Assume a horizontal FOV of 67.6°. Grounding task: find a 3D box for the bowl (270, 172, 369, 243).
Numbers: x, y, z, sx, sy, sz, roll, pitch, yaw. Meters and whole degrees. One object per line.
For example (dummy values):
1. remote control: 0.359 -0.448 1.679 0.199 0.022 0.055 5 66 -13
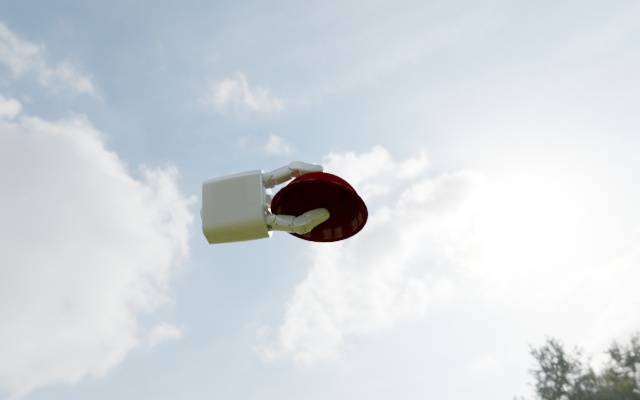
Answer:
1. bowl: 0.001 0.002 0.799 0.162 0.055 0.162 4 -41 4
